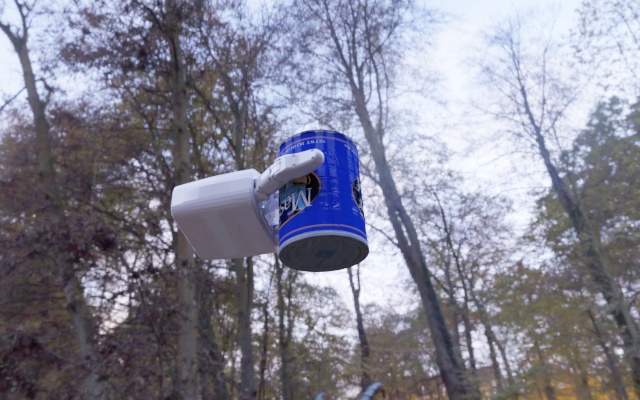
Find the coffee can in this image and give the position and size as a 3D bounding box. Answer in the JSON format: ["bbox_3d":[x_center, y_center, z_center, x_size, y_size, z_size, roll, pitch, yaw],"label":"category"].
[{"bbox_3d":[0.000,0.002,0.570,0.103,0.140,0.103,-3,-30,-2],"label":"coffee can"}]
